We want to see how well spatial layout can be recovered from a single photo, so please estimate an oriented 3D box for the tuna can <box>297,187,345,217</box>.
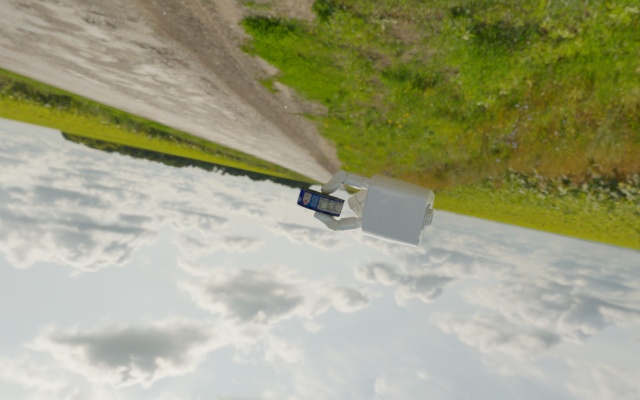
[{"bbox_3d":[0.000,0.003,0.883,0.086,0.034,0.086,17,3,-1],"label":"tuna can"}]
